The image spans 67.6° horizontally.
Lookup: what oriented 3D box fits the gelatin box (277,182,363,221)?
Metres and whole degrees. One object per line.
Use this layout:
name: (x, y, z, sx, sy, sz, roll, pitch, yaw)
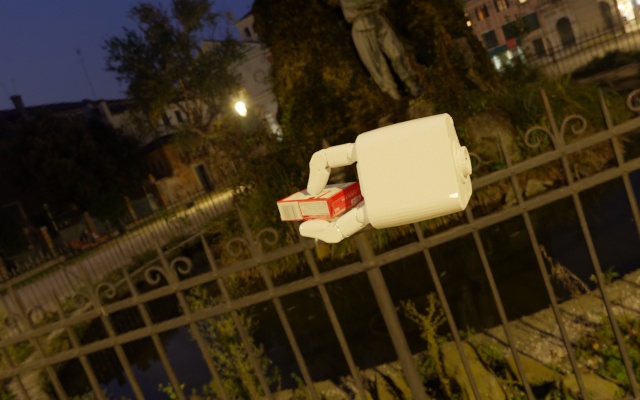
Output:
gelatin box: (0.000, 0.002, 0.631, 0.089, 0.030, 0.073, -4, 16, 38)
